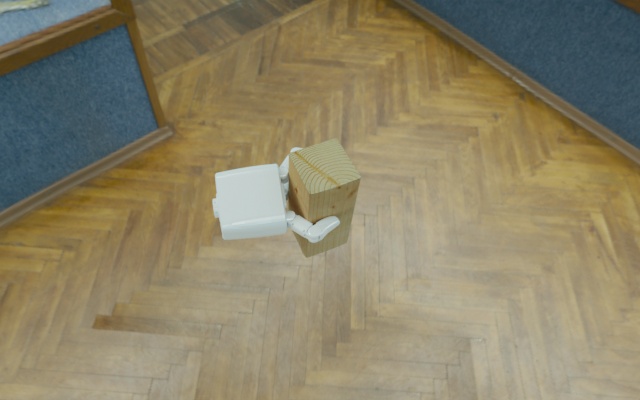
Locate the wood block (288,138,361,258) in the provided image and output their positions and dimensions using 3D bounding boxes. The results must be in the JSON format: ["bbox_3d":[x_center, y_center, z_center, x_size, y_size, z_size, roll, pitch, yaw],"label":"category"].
[{"bbox_3d":[0.000,0.003,0.833,0.090,0.090,0.206,-19,-31,-16],"label":"wood block"}]
